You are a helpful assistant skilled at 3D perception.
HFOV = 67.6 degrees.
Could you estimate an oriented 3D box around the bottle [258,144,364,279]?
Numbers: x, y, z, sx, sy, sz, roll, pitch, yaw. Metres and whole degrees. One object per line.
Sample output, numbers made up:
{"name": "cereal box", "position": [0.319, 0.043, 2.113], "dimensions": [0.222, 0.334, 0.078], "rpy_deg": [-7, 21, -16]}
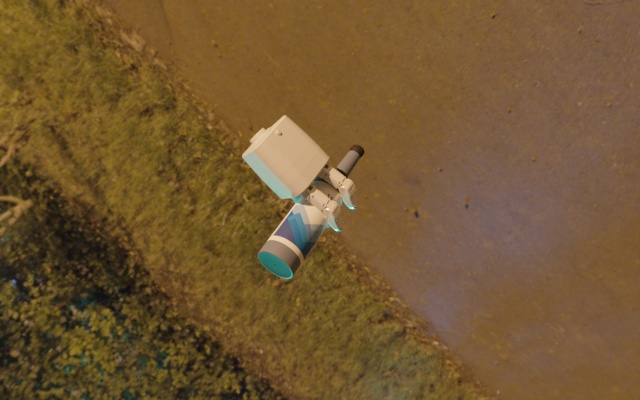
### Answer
{"name": "bottle", "position": [0.000, 0.003, 0.839], "dimensions": [0.069, 0.069, 0.295], "rpy_deg": [0, 43, 43]}
